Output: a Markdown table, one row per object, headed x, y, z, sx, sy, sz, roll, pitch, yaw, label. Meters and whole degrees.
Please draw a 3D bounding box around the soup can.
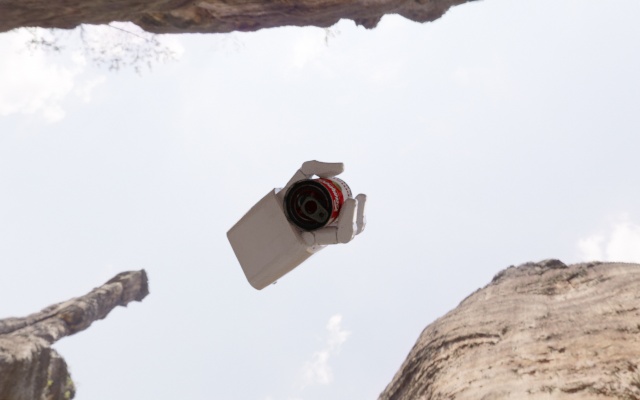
| x | y | z | sx | sy | sz | roll | pitch | yaw | label |
| --- | --- | --- | --- | --- | --- | --- | --- | --- | --- |
| 0.001 | 0.002 | 0.649 | 0.068 | 0.068 | 0.102 | 0 | 5 | 19 | soup can |
